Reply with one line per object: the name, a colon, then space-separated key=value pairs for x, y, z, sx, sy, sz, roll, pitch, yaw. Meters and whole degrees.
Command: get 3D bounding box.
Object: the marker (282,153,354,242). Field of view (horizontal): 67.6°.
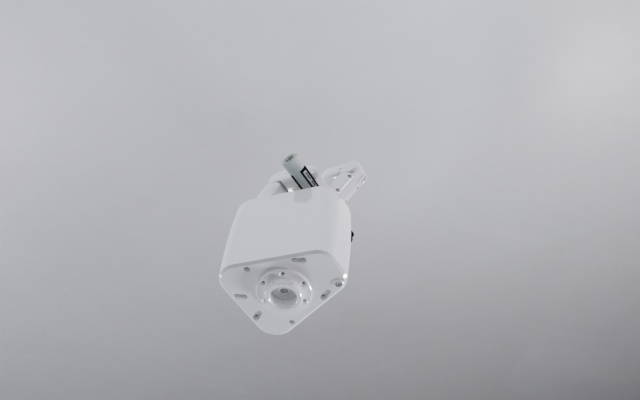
marker: x=0.000 y=0.002 z=0.511 sx=0.020 sy=0.121 sz=0.020 roll=-29 pitch=25 yaw=15
